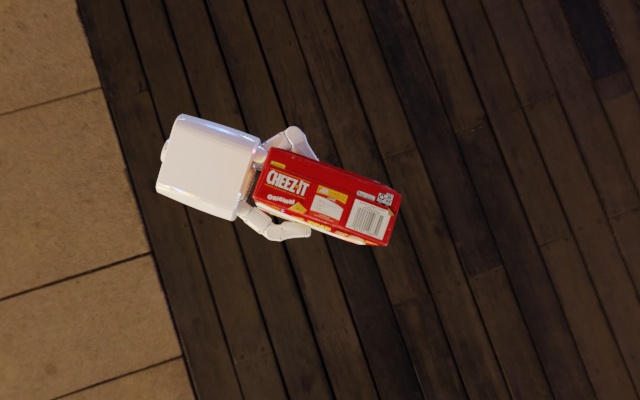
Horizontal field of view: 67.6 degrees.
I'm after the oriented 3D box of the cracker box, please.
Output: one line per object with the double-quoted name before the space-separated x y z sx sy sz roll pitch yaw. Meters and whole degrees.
"cracker box" 0.000 0.002 0.639 0.164 0.072 0.214 20 -6 -3
